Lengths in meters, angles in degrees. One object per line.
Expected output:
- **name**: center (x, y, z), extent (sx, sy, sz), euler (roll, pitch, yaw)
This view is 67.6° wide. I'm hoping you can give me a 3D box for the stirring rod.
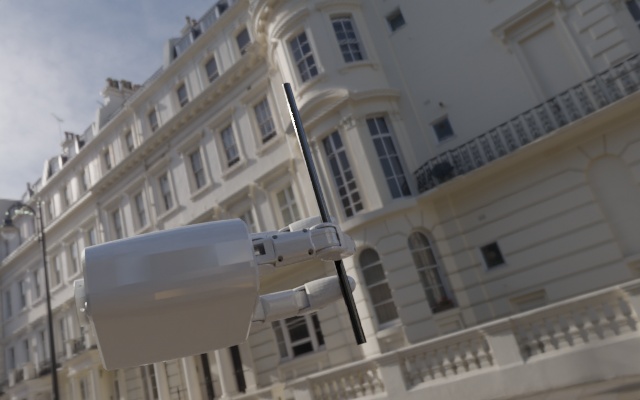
- **stirring rod**: center (0.000, 0.001, 0.406), extent (0.011, 0.239, 0.011), euler (-15, -19, -5)
